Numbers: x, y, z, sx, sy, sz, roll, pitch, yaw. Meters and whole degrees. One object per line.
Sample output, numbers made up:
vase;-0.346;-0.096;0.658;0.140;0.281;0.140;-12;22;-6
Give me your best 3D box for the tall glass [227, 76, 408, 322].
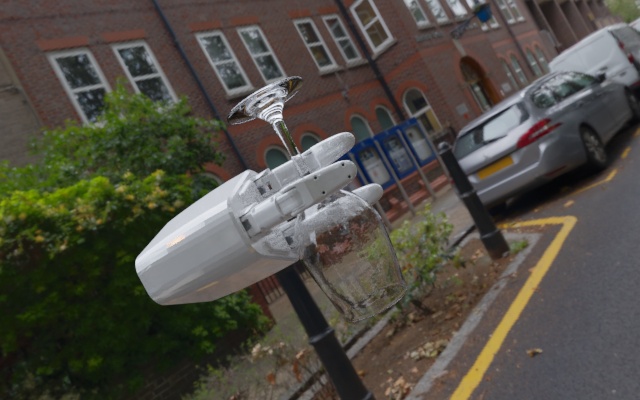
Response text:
tall glass;0.000;0.001;0.410;0.079;0.201;0.079;-29;0;0
